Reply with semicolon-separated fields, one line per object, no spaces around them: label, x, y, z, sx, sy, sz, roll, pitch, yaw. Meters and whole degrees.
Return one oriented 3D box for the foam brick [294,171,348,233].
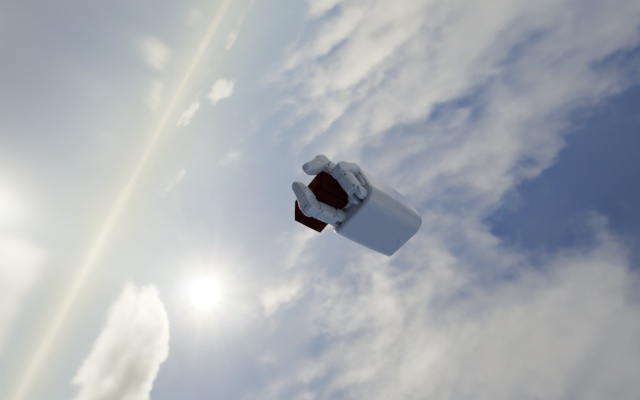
foam brick;0.000;0.003;0.759;0.051;0.078;0.053;28;34;-21
